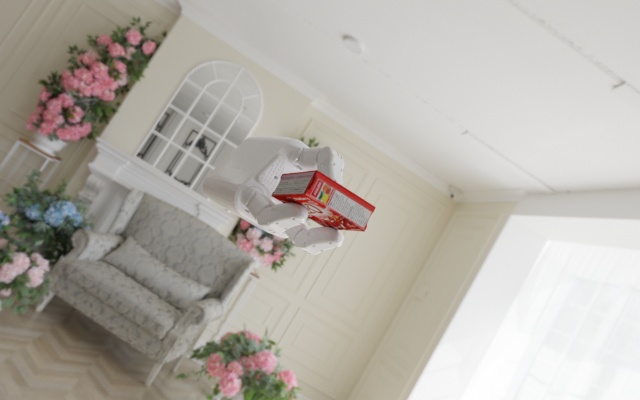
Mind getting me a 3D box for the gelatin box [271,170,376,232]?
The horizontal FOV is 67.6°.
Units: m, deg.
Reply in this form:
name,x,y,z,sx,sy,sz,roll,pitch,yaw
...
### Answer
name,x,y,z,sx,sy,sz,roll,pitch,yaw
gelatin box,0.000,0.001,0.478,0.073,0.030,0.089,32,-14,-23
